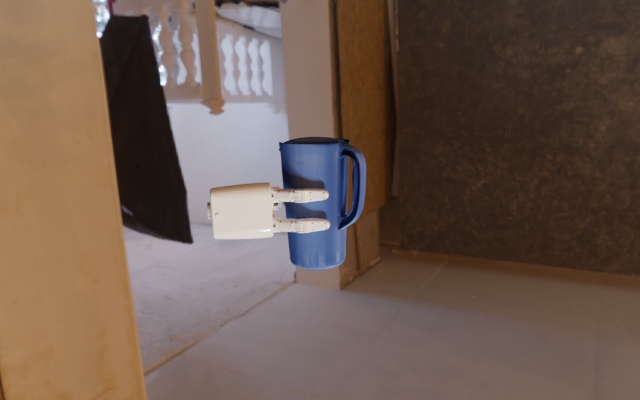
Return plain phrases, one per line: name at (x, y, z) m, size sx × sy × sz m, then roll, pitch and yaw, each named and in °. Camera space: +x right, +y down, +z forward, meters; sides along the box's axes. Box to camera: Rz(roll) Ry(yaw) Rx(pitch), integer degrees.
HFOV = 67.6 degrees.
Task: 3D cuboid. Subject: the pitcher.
pitcher at (0.000, 0.003, 0.897) m, size 0.145 × 0.243 × 0.149 m, roll -4°, pitch 12°, yaw -9°
